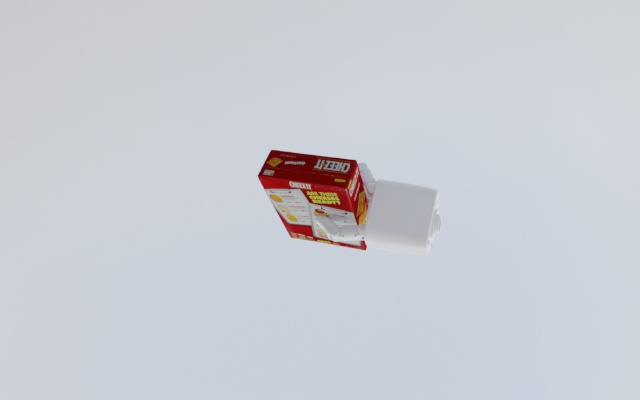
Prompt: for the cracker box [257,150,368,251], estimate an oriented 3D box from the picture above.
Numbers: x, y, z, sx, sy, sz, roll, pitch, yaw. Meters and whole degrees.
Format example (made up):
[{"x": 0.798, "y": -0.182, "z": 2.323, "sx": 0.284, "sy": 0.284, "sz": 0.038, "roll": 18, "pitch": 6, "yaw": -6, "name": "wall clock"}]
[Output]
[{"x": 0.000, "y": 0.003, "z": 0.880, "sx": 0.164, "sy": 0.072, "sz": 0.214, "roll": 8, "pitch": -31, "yaw": 20, "name": "cracker box"}]
